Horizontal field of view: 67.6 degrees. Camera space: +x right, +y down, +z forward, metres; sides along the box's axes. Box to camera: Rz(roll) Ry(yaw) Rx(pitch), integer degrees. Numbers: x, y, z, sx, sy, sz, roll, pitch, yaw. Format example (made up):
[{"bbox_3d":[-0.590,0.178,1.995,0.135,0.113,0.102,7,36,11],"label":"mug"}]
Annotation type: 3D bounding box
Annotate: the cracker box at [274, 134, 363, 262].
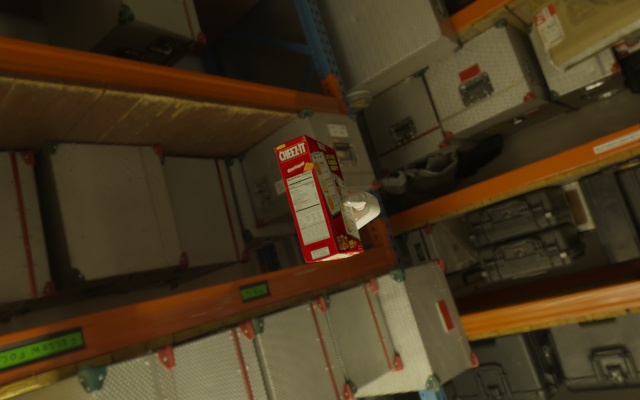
[{"bbox_3d":[0.000,0.003,0.876,0.072,0.213,0.164,-19,-10,18],"label":"cracker box"}]
